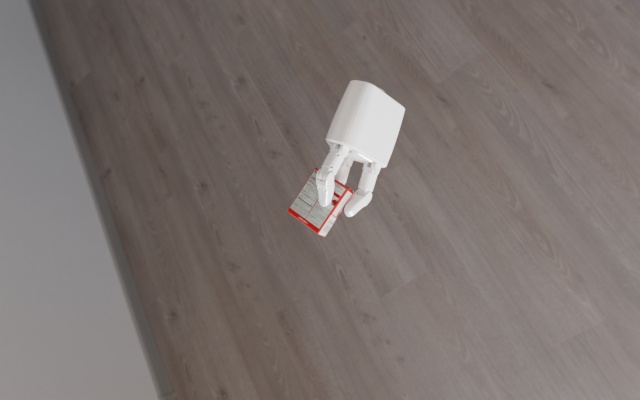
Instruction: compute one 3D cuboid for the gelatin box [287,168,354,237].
[{"bbox_3d":[0.000,0.003,0.777,0.073,0.089,0.030,34,1,30],"label":"gelatin box"}]
